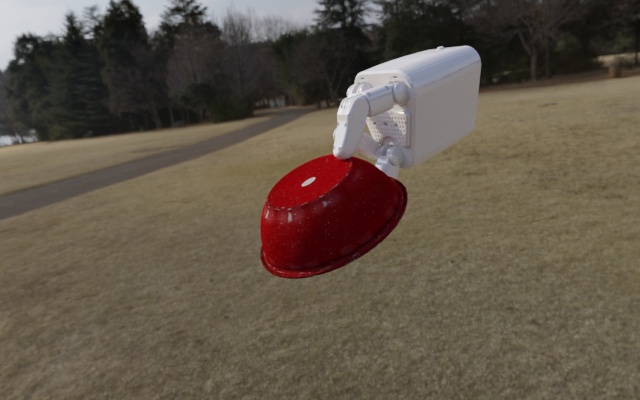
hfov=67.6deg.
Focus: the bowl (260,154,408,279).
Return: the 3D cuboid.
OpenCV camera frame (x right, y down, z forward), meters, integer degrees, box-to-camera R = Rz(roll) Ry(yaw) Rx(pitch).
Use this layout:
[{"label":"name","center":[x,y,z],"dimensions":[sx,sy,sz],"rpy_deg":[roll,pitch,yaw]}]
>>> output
[{"label":"bowl","center":[-0.001,0.002,0.467],"dimensions":[0.162,0.055,0.162],"rpy_deg":[-23,26,12]}]
